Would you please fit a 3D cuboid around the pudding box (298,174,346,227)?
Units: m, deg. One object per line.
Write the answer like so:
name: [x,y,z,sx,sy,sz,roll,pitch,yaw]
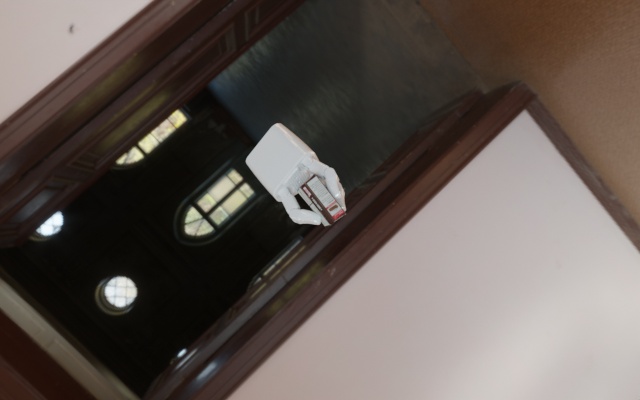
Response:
pudding box: [0.000,0.003,0.871,0.039,0.090,0.113,-39,0,-5]
